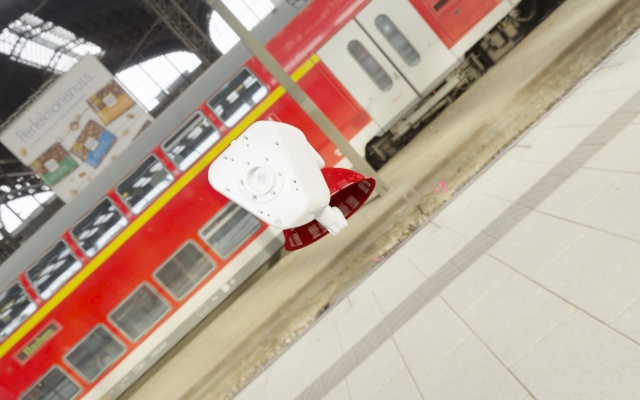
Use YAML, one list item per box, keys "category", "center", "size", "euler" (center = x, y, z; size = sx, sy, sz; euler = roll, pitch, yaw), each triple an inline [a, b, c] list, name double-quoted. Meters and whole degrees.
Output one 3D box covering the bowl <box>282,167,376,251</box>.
- category: "bowl"
  center: [0.000, 0.002, 0.687]
  size: [0.162, 0.055, 0.162]
  euler: [-34, -18, -12]
